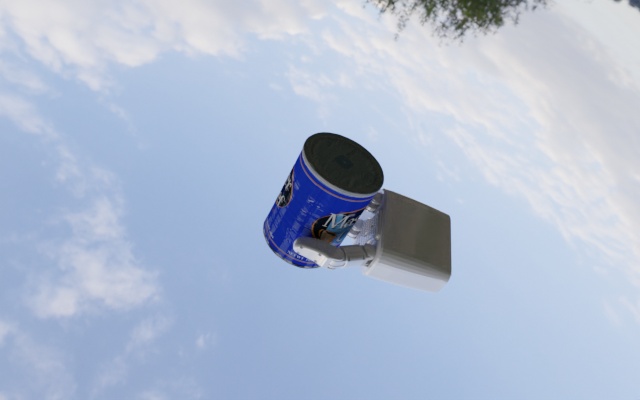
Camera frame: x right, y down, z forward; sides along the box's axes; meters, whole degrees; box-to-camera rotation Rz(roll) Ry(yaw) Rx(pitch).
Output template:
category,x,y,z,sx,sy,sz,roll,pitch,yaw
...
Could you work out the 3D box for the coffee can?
category,x,y,z,sx,sy,sz,roll,pitch,yaw
coffee can,0.000,0.002,0.589,0.103,0.102,0.140,0,-42,-33
